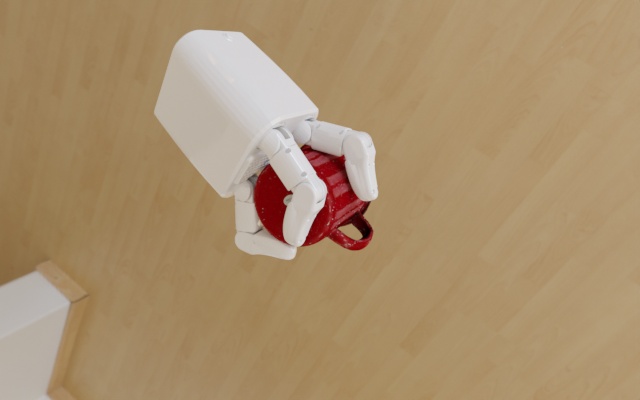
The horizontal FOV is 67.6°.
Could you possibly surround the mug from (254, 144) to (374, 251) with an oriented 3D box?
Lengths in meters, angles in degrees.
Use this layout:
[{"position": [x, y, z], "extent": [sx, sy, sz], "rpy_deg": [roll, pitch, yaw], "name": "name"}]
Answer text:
[{"position": [0.001, 0.003, 0.443], "extent": [0.093, 0.117, 0.081], "rpy_deg": [-47, -8, 30], "name": "mug"}]
